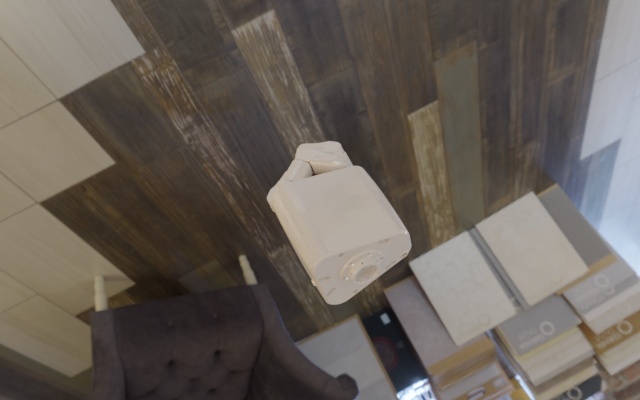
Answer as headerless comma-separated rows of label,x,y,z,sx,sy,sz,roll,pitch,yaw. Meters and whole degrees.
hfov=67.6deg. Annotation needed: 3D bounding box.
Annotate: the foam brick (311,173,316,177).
foam brick,0.000,0.002,0.588,0.053,0.051,0.078,-28,-41,-6
